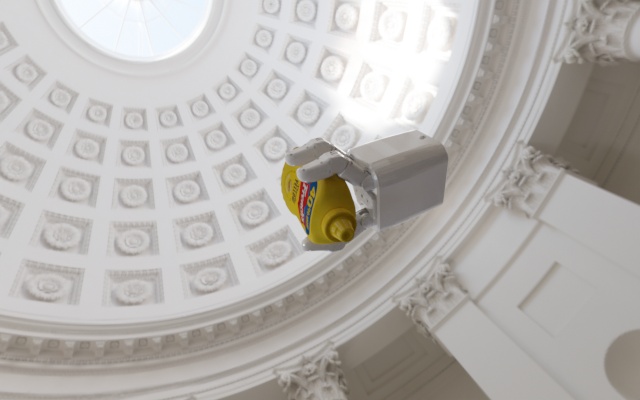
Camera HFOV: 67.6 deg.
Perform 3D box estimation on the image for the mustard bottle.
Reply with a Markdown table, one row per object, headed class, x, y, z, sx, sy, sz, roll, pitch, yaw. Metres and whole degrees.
| class | x | y | z | sx | sy | sz | roll | pitch | yaw |
| --- | --- | --- | --- | --- | --- | --- | --- | --- | --- |
| mustard bottle | 0.000 | 0.002 | 0.619 | 0.058 | 0.096 | 0.191 | 3 | 22 | -22 |
